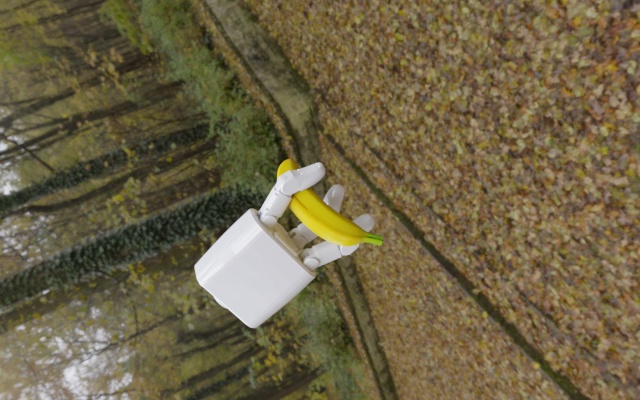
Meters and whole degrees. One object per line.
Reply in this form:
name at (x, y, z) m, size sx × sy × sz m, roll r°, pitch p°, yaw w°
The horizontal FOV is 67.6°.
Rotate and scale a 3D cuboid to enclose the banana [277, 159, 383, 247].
banana at (-0.010, 0.002, 0.602) m, size 0.069 × 0.037 × 0.197 m, roll 7°, pitch 29°, yaw -48°
